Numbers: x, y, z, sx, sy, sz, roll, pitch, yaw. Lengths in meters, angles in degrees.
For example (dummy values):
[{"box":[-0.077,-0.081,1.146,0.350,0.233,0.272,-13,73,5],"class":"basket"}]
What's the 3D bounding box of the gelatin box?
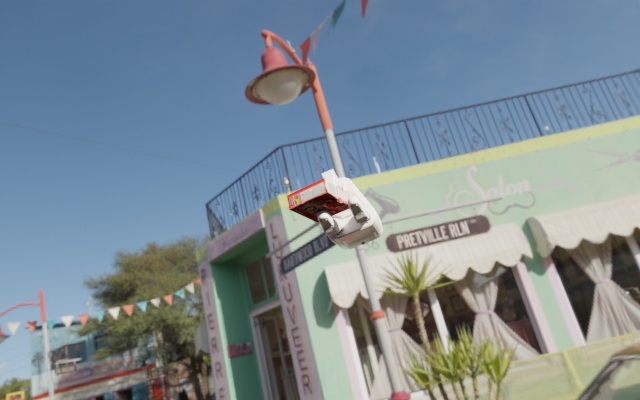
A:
[{"box":[0.000,0.002,0.780,0.073,0.030,0.089,-24,-27,23],"class":"gelatin box"}]
